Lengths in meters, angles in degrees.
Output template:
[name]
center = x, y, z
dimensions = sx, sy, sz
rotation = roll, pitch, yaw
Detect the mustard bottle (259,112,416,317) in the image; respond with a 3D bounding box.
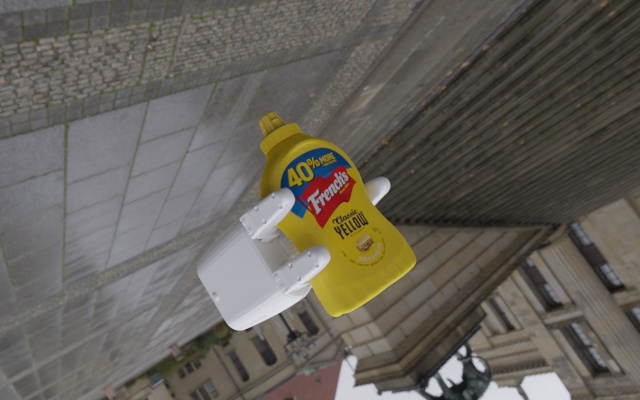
[mustard bottle]
center = 0.000, 0.002, 0.439
dimensions = 0.096, 0.191, 0.058
rotation = -29, -8, -28
